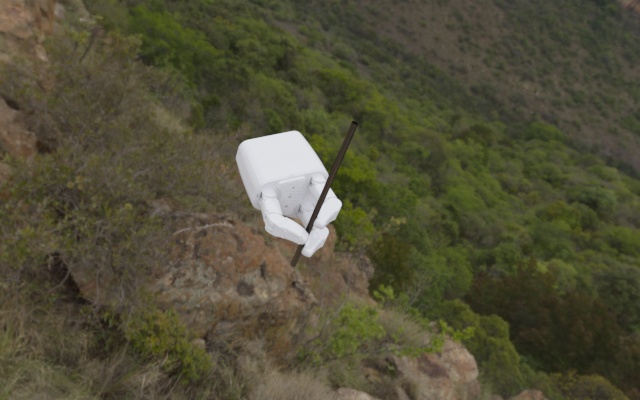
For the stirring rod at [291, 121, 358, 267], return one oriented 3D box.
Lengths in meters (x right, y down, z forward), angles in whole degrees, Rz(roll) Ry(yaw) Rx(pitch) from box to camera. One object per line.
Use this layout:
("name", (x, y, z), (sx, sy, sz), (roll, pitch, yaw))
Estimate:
("stirring rod", (0.000, 0.002, 0.608), (0.011, 0.240, 0.011), (15, 37, -12))
